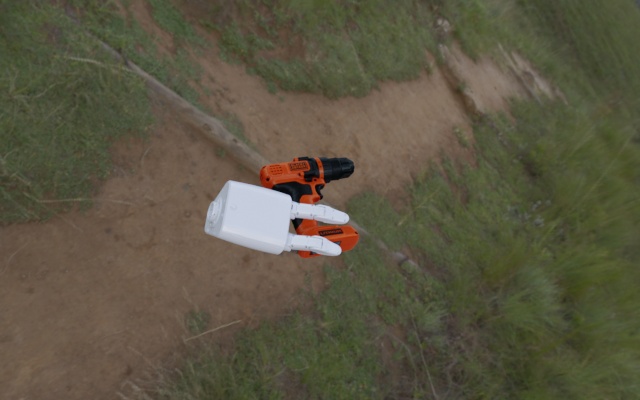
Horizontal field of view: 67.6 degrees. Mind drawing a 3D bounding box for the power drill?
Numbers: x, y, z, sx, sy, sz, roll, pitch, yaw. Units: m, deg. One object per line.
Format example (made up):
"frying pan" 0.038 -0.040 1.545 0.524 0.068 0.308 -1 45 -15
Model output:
"power drill" 0.000 0.003 0.847 0.184 0.187 0.057 -9 -33 -20
